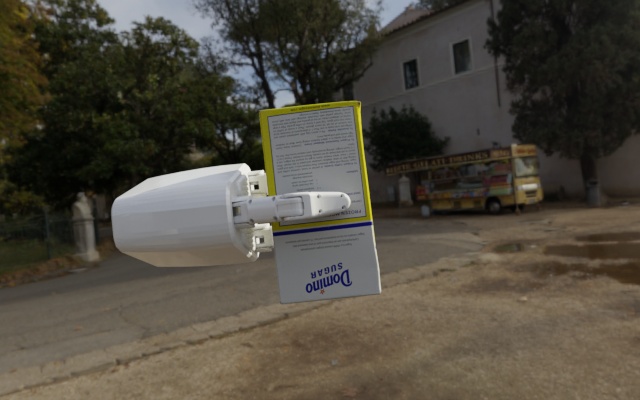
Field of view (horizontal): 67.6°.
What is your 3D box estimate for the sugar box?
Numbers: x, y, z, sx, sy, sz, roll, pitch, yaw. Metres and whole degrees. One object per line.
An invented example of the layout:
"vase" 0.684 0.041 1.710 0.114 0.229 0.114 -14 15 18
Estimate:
"sugar box" 0.000 0.001 0.443 0.093 0.176 0.048 -6 0 3
